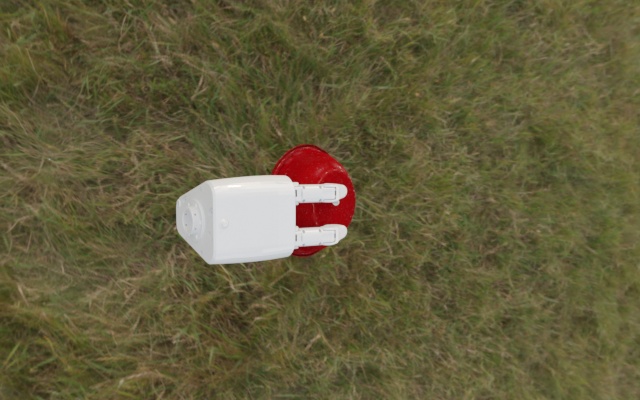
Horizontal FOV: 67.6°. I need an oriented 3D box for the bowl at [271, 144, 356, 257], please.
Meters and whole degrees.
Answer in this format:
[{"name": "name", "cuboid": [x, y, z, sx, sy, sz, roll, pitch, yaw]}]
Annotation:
[{"name": "bowl", "cuboid": [0.001, 0.002, 0.666, 0.055, 0.162, 0.162, 5, 3, 41]}]
